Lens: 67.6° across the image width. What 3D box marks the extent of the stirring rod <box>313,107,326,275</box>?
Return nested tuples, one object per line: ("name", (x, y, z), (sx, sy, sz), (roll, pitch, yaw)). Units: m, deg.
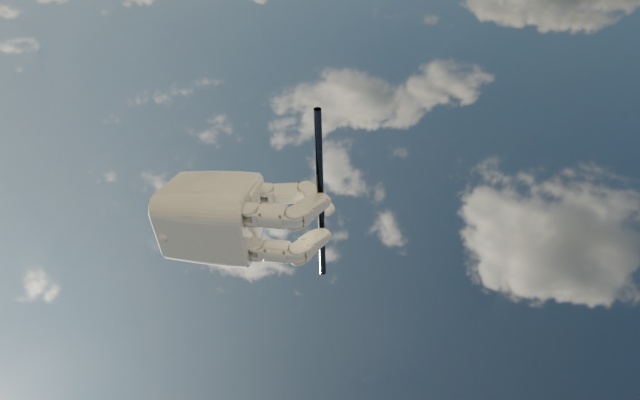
("stirring rod", (0.000, 0.002, 0.551), (0.011, 0.240, 0.011), (-1, 40, 1))
